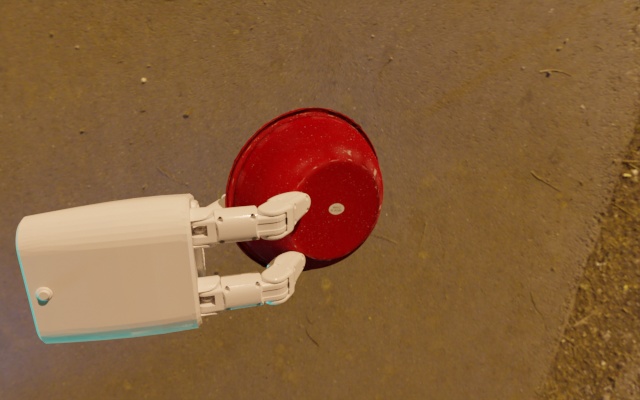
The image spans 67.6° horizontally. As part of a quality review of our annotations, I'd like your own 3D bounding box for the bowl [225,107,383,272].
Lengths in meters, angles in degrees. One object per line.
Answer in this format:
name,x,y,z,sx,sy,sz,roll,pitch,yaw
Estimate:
bowl,0.001,0.001,0.428,0.162,0.162,0.055,0,18,-30
